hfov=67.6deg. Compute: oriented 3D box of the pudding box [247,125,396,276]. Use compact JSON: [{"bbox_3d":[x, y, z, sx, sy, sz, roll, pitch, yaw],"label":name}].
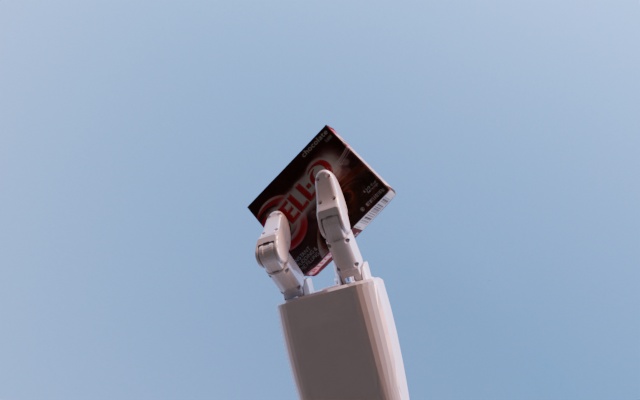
[{"bbox_3d":[0.000,0.002,0.446,0.090,0.113,0.039,48,7,21],"label":"pudding box"}]
